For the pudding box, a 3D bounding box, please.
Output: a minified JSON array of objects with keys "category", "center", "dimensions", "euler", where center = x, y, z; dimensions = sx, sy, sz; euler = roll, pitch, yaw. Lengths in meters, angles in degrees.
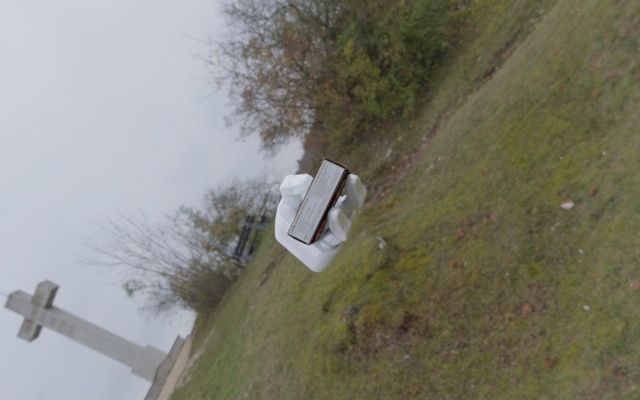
[{"category":"pudding box","center":[0.000,0.002,0.641],"dimensions":[0.039,0.113,0.090],"euler":[24,2,5]}]
